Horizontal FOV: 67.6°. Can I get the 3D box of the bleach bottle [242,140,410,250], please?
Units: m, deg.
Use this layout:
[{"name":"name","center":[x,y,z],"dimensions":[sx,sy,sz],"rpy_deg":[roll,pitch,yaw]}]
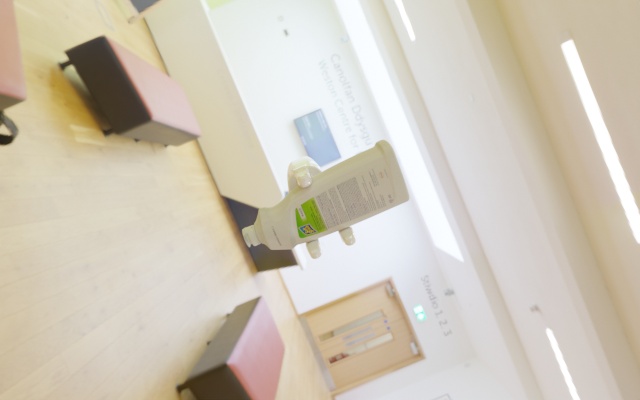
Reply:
[{"name":"bleach bottle","center":[0.000,0.002,0.717],"dimensions":[0.251,0.102,0.068],"rpy_deg":[-22,17,0]}]
